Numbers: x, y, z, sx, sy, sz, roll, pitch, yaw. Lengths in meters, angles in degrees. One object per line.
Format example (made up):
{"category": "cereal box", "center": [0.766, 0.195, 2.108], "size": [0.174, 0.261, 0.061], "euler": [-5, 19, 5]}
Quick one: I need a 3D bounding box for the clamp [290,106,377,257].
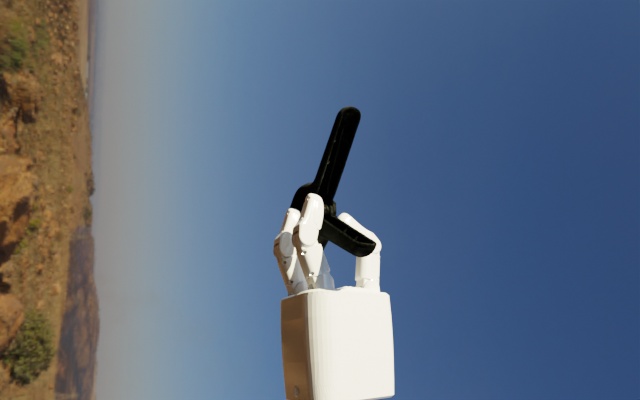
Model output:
{"category": "clamp", "center": [0.001, 0.002, 0.550], "size": [0.036, 0.164, 0.210], "euler": [8, -21, -23]}
